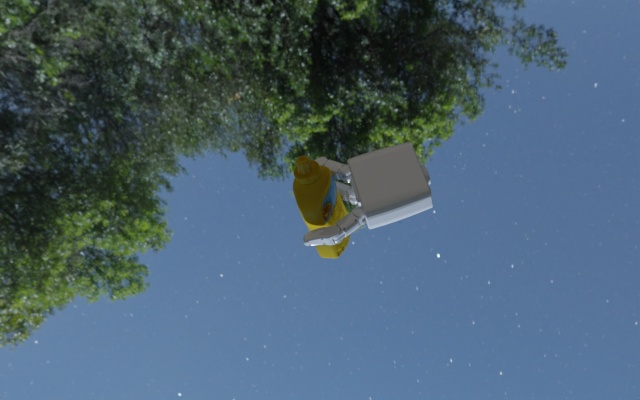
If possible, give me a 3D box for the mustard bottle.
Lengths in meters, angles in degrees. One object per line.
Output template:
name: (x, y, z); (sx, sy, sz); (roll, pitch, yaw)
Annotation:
mustard bottle: (0.000, 0.003, 0.759); (0.058, 0.096, 0.192); (1, -40, 21)
